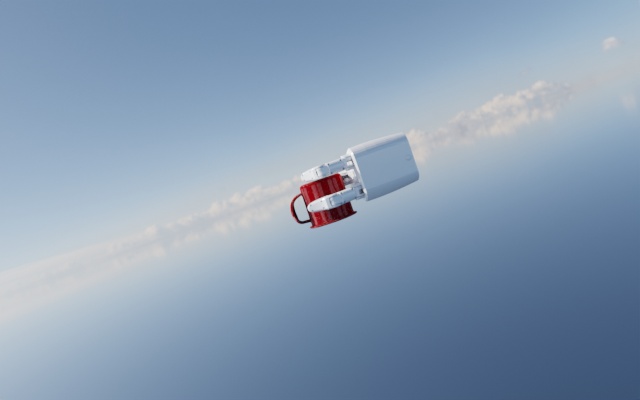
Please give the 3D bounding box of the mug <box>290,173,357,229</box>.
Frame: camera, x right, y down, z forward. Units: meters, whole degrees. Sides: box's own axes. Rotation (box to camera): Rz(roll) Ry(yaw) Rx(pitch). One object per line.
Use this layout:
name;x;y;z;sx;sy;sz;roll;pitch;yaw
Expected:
mug;-0.001;0.003;0.884;0.117;0.081;0.093;-20;2;-9
